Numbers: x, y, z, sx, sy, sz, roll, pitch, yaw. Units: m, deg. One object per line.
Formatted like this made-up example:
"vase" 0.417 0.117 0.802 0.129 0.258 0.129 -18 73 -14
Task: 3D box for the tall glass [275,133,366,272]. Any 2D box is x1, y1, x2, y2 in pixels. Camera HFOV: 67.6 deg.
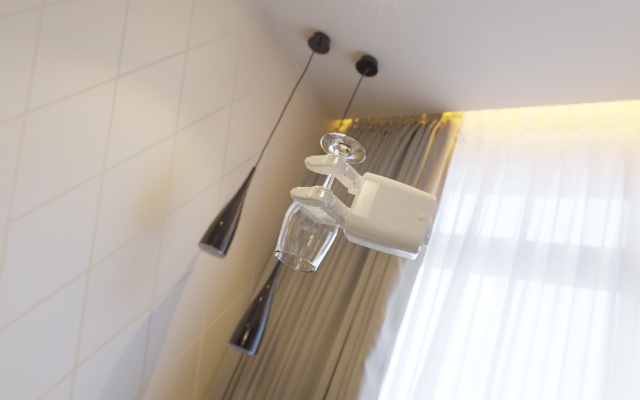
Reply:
"tall glass" 0.000 0.002 0.699 0.079 0.201 0.079 19 -25 9
